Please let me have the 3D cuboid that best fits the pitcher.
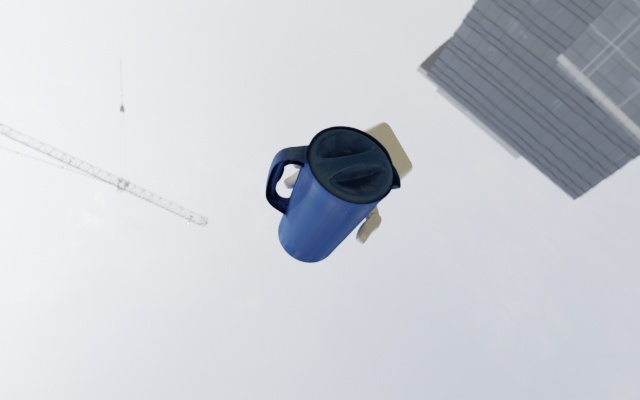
[{"bbox_3d":[0.000,0.002,0.757,0.145,0.149,0.243,-33,-15,-34],"label":"pitcher"}]
